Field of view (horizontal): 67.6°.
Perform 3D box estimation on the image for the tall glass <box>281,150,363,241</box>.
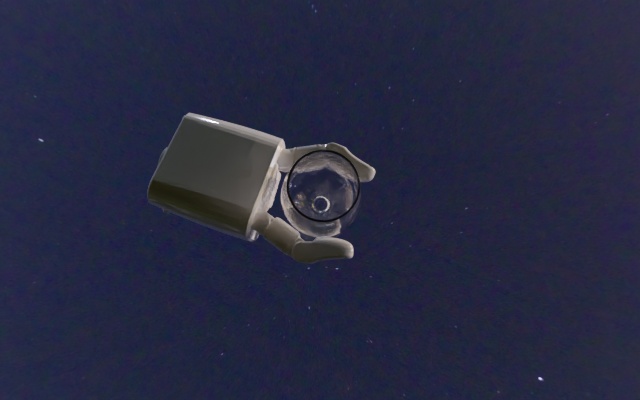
[{"bbox_3d":[0.000,0.002,0.495,0.079,0.079,0.201,0,-8,-2],"label":"tall glass"}]
